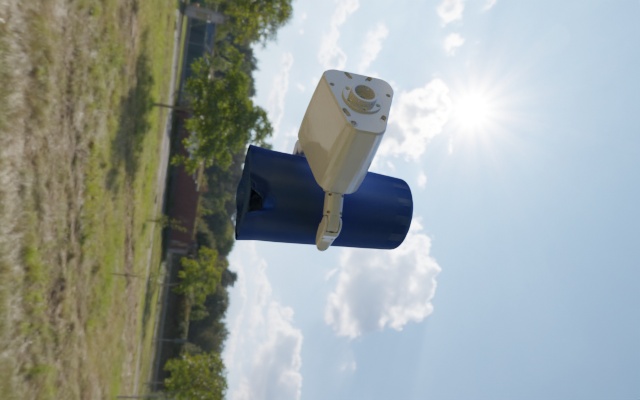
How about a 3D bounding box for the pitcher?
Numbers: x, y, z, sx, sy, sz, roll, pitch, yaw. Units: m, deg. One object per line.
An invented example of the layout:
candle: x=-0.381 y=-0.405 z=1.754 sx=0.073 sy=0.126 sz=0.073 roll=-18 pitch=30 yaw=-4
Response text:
pitcher: x=0.000 y=0.002 z=0.693 sx=0.243 sy=0.149 sz=0.145 roll=9 pitch=-39 yaw=-14
